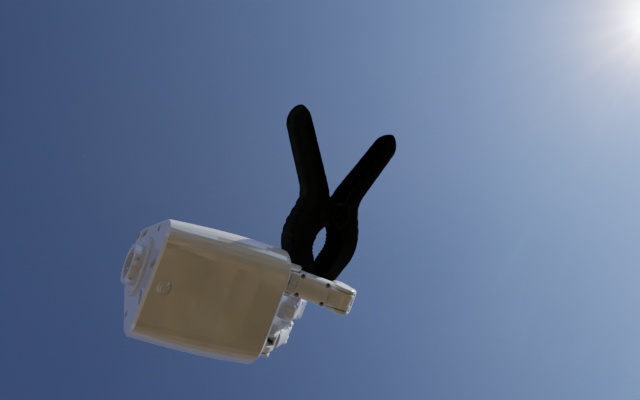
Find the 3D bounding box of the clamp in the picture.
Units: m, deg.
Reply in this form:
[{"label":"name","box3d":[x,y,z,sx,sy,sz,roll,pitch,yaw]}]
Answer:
[{"label":"clamp","box3d":[0.000,0.002,0.429,0.120,0.171,0.039,21,-5,-31]}]
